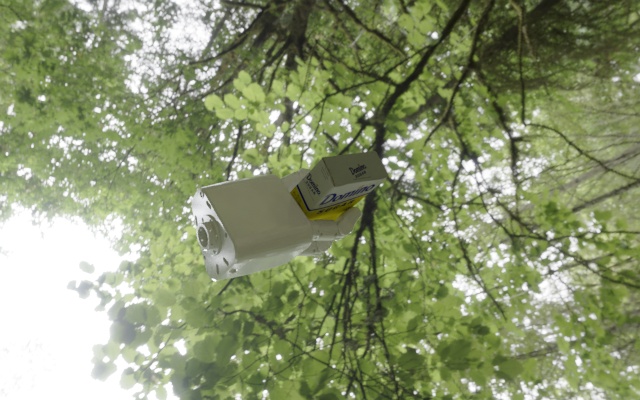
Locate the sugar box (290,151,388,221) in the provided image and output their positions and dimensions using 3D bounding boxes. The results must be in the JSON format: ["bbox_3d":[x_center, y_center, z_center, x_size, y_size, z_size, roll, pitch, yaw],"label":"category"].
[{"bbox_3d":[0.000,0.003,0.632,0.093,0.048,0.176,-11,-19,-39],"label":"sugar box"}]
